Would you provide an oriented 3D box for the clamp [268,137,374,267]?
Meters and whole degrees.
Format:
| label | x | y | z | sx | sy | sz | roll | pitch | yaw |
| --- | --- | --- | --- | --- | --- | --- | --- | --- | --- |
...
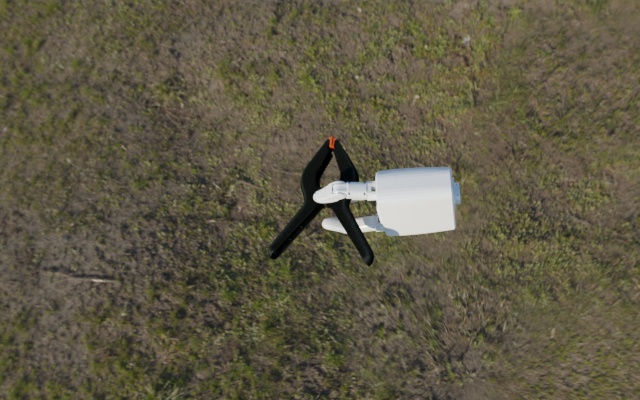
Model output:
| label | x | y | z | sx | sy | sz | roll | pitch | yaw |
| --- | --- | --- | --- | --- | --- | --- | --- | --- | --- |
| clamp | 0.000 | 0.002 | 0.743 | 0.164 | 0.210 | 0.036 | -5 | -21 | 15 |
